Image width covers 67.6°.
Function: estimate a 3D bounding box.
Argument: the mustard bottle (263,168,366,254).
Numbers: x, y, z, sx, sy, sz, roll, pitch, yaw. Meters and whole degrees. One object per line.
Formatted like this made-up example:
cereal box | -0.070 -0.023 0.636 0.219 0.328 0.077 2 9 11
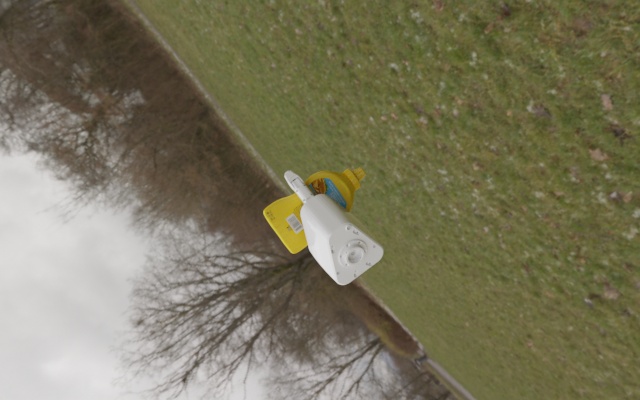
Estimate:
mustard bottle | 0.000 0.003 0.853 0.191 0.096 0.058 -36 9 -5
